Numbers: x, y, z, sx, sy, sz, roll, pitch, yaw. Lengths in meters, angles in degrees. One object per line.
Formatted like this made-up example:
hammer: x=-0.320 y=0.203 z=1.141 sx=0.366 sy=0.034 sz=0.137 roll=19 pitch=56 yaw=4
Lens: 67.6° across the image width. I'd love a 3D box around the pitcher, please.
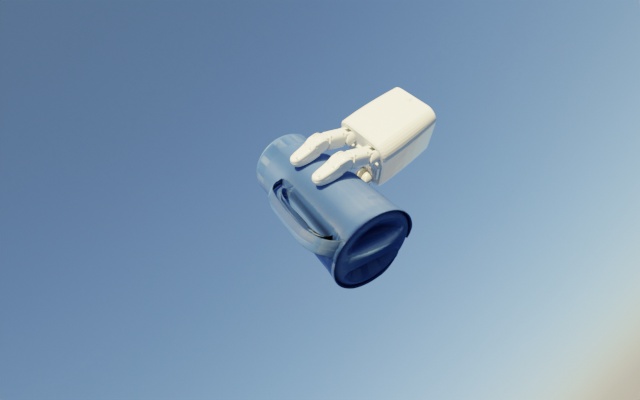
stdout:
pitcher: x=0.000 y=0.002 z=0.694 sx=0.145 sy=0.149 sz=0.242 roll=-37 pitch=52 yaw=-12
